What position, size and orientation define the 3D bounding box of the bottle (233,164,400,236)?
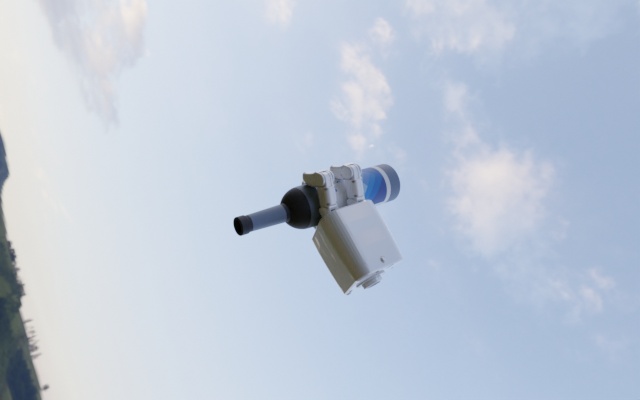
[{"bbox_3d":[0.000,0.002,0.747,0.295,0.069,0.069,-16,10,-35],"label":"bottle"}]
